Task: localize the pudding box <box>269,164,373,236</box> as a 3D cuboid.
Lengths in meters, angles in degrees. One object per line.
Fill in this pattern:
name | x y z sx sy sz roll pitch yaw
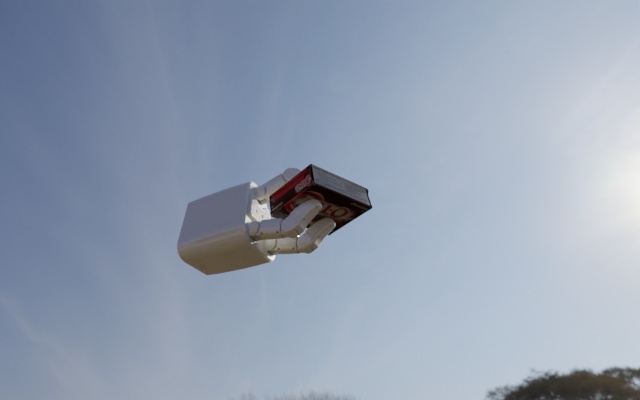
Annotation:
pudding box | 0.000 0.002 0.656 0.113 0.039 0.090 19 -40 -39
